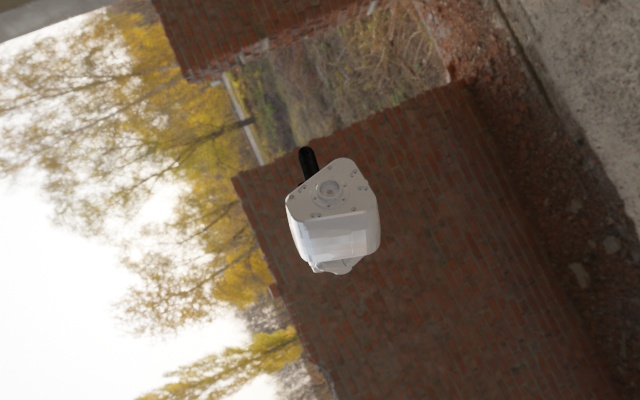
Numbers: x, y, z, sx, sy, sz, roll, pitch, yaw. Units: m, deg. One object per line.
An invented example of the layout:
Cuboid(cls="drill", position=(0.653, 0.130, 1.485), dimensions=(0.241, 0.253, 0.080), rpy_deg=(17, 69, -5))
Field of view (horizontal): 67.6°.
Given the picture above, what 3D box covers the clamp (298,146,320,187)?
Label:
Cuboid(cls="clamp", position=(0.000, 0.003, 0.735), dimensions=(0.039, 0.171, 0.120), rpy_deg=(-23, -33, -8))
